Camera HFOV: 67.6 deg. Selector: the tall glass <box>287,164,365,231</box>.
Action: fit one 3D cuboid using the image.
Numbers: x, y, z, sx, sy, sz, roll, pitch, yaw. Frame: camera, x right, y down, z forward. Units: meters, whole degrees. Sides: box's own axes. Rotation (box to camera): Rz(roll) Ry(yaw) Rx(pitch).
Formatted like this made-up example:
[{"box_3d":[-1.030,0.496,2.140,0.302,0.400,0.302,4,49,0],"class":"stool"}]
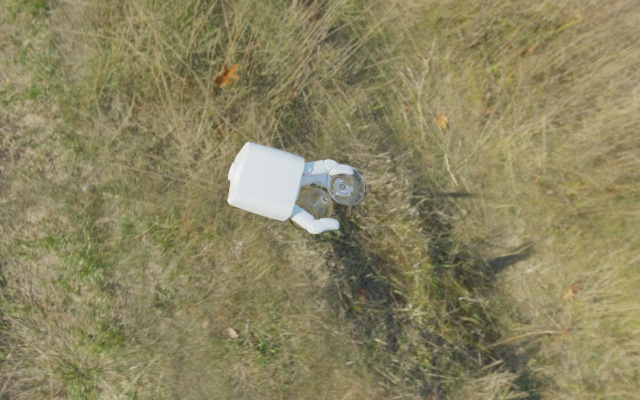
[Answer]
[{"box_3d":[0.001,0.003,0.896,0.079,0.079,0.201,0,-18,-27],"class":"tall glass"}]
